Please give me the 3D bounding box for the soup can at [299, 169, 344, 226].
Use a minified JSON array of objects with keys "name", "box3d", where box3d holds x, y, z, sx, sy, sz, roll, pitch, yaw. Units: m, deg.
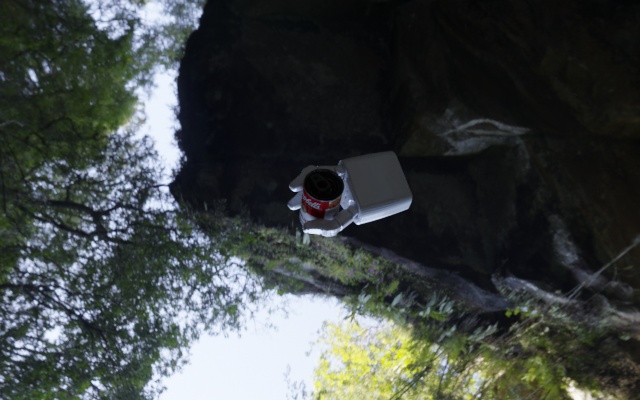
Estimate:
[{"name":"soup can","box3d":[0.000,0.003,0.826,0.068,0.068,0.102,0,-35,-8]}]
